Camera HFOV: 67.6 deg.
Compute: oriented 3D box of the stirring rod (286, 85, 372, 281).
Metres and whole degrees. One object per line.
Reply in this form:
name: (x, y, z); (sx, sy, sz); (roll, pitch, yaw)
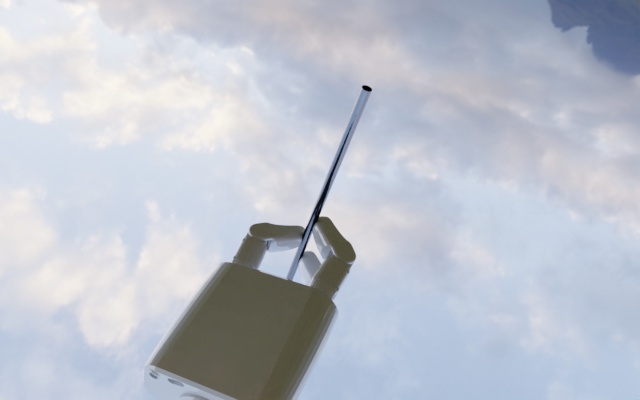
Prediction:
stirring rod: (0.000, 0.001, 0.423); (0.011, 0.011, 0.240); (0, -43, -22)
